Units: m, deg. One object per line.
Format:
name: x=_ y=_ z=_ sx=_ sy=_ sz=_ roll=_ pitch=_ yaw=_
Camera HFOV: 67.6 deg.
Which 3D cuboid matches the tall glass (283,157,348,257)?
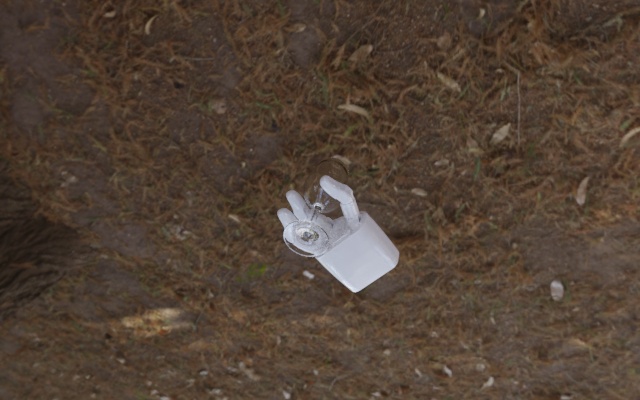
tall glass: x=0.000 y=0.003 z=0.823 sx=0.079 sy=0.079 sz=0.201 roll=0 pitch=36 yaw=16
